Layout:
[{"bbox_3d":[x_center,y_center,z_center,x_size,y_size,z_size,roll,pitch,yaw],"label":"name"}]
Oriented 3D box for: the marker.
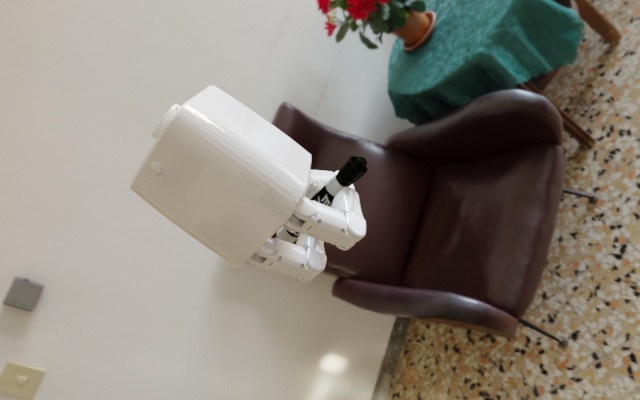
[{"bbox_3d":[0.000,0.001,0.432,0.020,0.020,0.121,0,-36,-46],"label":"marker"}]
